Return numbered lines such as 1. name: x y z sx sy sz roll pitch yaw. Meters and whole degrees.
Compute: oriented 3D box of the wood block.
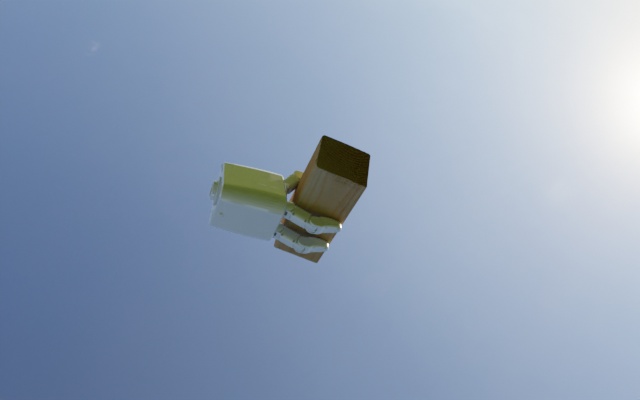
1. wood block: 0.000 0.002 0.829 0.090 0.090 0.206 22 -48 -10
